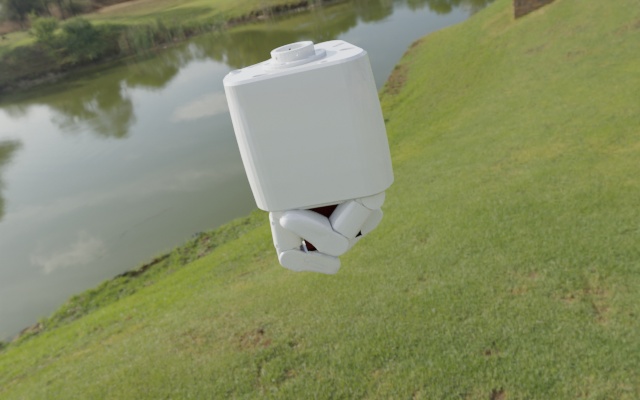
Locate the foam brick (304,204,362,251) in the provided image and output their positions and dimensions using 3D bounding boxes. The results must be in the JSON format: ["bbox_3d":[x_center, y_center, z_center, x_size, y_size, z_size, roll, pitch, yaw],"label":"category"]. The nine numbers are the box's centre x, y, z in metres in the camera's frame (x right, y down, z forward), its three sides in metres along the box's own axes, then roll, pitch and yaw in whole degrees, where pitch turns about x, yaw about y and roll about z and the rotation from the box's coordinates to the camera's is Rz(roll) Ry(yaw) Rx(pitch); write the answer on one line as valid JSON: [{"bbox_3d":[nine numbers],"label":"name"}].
[{"bbox_3d":[0.000,0.001,0.442,0.053,0.051,0.078,-17,27,-6],"label":"foam brick"}]
